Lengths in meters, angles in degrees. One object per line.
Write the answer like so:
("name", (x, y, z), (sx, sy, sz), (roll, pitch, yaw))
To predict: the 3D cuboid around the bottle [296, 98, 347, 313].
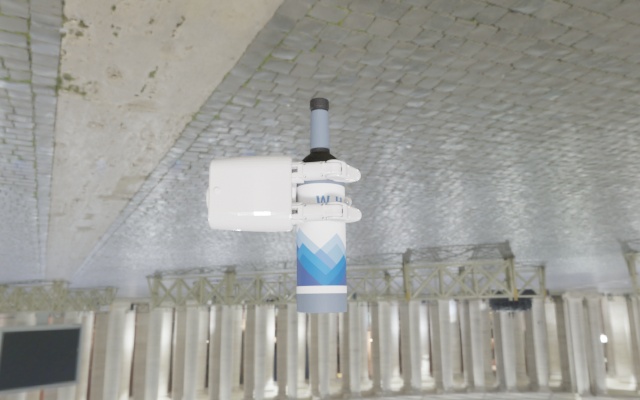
("bottle", (0.000, 0.002, 0.655), (0.069, 0.295, 0.069), (-1, -11, 0))
